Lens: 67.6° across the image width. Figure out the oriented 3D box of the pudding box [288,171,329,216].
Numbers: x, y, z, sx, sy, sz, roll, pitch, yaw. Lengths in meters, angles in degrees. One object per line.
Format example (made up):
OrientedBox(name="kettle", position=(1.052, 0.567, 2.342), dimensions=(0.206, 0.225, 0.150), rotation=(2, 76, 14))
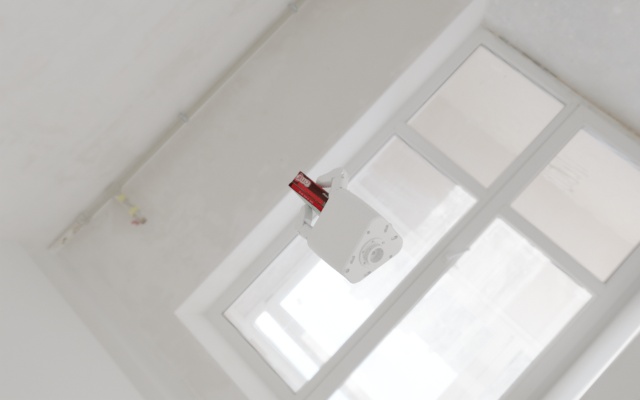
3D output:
OrientedBox(name="pudding box", position=(0.000, 0.003, 0.849), dimensions=(0.090, 0.039, 0.113), rotation=(40, -6, 23))
